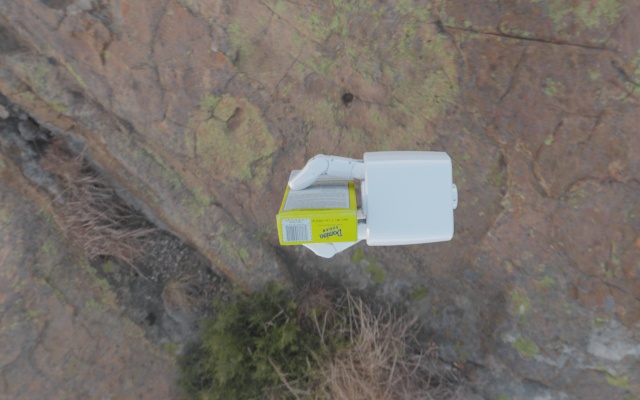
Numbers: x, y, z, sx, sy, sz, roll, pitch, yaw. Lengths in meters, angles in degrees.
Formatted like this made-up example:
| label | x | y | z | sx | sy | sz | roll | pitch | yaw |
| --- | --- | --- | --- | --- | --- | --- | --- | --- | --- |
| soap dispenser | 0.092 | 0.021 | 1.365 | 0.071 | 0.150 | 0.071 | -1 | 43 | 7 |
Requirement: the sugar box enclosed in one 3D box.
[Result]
| label | x | y | z | sx | sy | sz | roll | pitch | yaw |
| --- | --- | --- | --- | --- | --- | --- | --- | --- | --- |
| sugar box | 0.000 | 0.003 | 0.626 | 0.093 | 0.048 | 0.176 | -2 | 18 | 4 |
